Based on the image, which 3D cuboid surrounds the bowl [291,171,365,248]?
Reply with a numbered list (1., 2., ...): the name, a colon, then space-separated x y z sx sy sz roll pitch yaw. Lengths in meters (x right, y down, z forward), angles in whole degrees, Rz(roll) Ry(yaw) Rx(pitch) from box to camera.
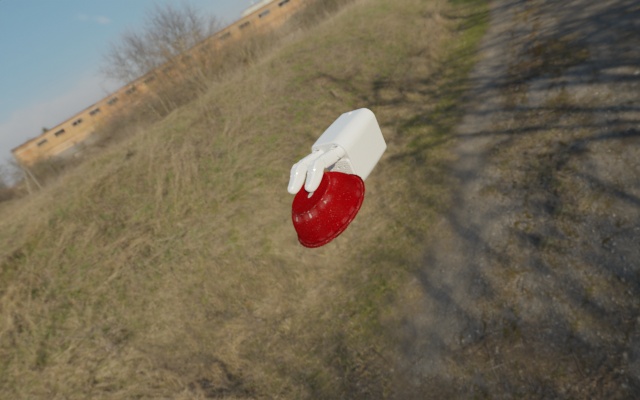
1. bowl: -0.001 0.004 0.844 0.055 0.162 0.162 40 -22 -29
